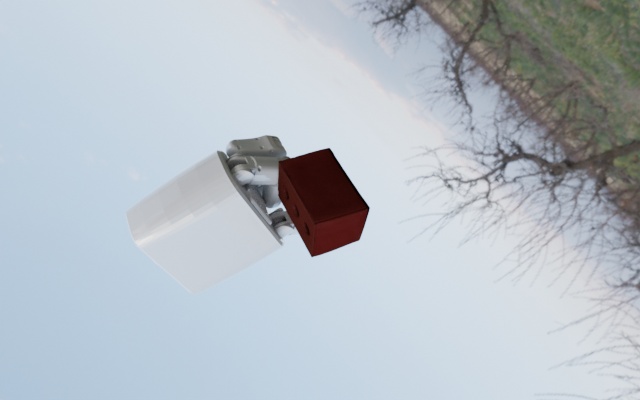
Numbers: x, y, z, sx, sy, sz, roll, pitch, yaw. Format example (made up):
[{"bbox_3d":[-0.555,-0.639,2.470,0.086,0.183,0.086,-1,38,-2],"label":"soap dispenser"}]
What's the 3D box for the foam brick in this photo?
[{"bbox_3d":[0.000,0.002,0.429,0.051,0.078,0.053,-18,-35,-20],"label":"foam brick"}]
